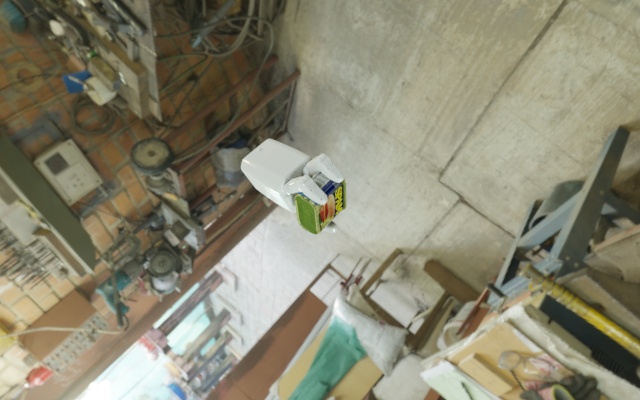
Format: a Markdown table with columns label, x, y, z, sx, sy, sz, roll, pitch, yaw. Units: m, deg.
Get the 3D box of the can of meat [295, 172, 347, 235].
| label | x | y | z | sx | sy | sz | roll | pitch | yaw |
| --- | --- | --- | --- | --- | --- | --- | --- | --- | --- |
| can of meat | 0.000 | 0.003 | 0.879 | 0.057 | 0.102 | 0.084 | 30 | 58 | 26 |
